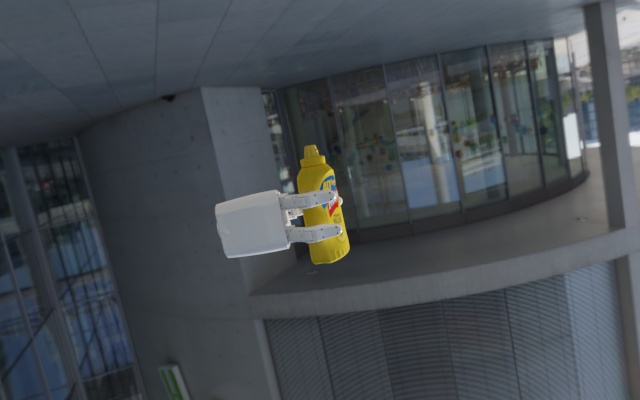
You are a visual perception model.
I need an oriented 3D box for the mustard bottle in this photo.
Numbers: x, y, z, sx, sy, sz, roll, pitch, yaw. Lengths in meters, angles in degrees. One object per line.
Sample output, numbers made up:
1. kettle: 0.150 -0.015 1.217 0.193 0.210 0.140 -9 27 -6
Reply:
1. mustard bottle: 0.001 0.003 0.800 0.058 0.191 0.096 -8 9 26
